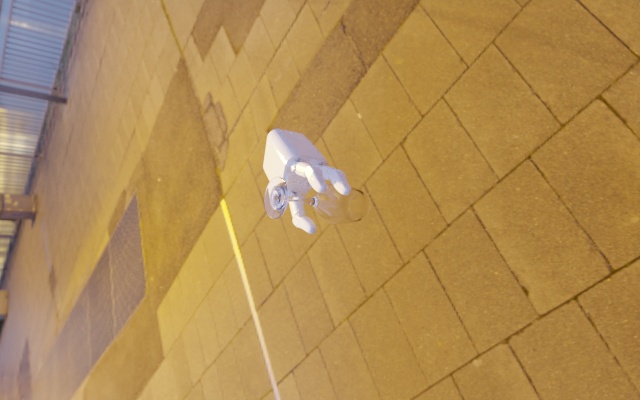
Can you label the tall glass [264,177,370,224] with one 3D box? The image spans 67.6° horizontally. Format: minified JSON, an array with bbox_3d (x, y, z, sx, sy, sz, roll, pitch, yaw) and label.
[{"bbox_3d":[0.000,0.003,0.890,0.201,0.079,0.079,6,-4,-38],"label":"tall glass"}]
